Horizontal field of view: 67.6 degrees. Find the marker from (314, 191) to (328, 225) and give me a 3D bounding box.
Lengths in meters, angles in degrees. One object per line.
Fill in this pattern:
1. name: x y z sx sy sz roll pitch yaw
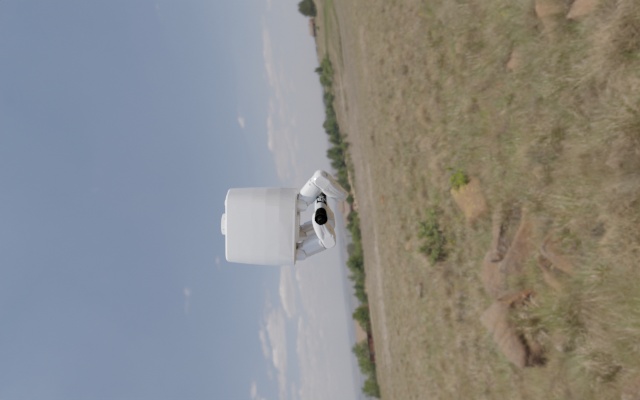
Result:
1. marker: 0.000 0.002 0.708 0.020 0.020 0.121 0 26 0
